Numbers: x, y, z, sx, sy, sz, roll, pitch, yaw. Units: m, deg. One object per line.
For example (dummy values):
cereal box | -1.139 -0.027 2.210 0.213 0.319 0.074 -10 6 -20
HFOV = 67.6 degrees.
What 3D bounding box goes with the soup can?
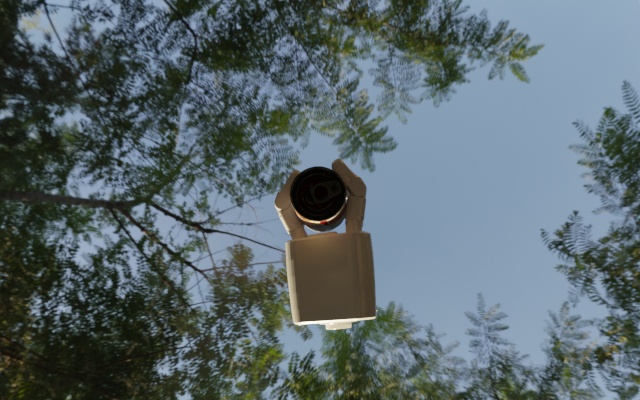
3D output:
soup can | 0.000 0.002 0.618 0.068 0.068 0.102 0 -12 4
